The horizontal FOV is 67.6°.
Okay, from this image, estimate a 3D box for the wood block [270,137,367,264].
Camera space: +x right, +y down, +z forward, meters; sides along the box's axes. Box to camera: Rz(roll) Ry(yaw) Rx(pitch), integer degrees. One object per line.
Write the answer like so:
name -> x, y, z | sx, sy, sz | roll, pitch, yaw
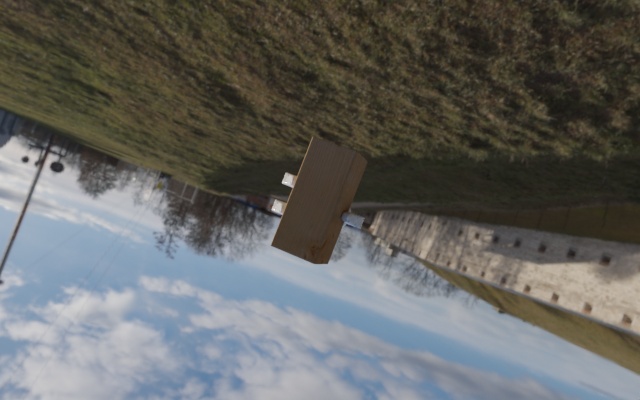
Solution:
wood block -> 0.000, 0.003, 0.863 | 0.091, 0.206, 0.090 | 20, -1, 19
